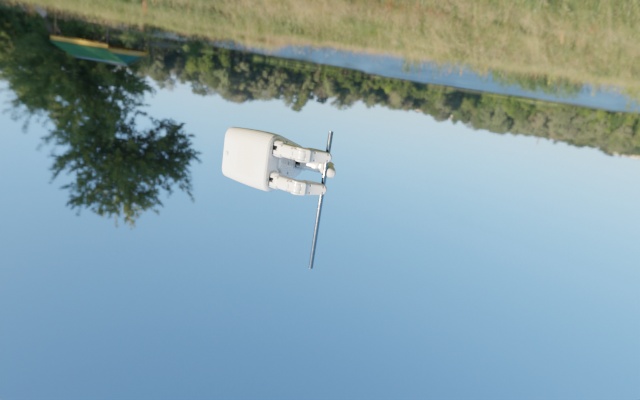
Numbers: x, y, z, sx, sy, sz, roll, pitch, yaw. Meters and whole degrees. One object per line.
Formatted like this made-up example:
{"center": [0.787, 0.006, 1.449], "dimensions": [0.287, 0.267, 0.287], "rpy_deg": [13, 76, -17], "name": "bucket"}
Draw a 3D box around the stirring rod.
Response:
{"center": [0.000, 0.003, 0.809], "dimensions": [0.011, 0.239, 0.011], "rpy_deg": [8, 14, -2], "name": "stirring rod"}
